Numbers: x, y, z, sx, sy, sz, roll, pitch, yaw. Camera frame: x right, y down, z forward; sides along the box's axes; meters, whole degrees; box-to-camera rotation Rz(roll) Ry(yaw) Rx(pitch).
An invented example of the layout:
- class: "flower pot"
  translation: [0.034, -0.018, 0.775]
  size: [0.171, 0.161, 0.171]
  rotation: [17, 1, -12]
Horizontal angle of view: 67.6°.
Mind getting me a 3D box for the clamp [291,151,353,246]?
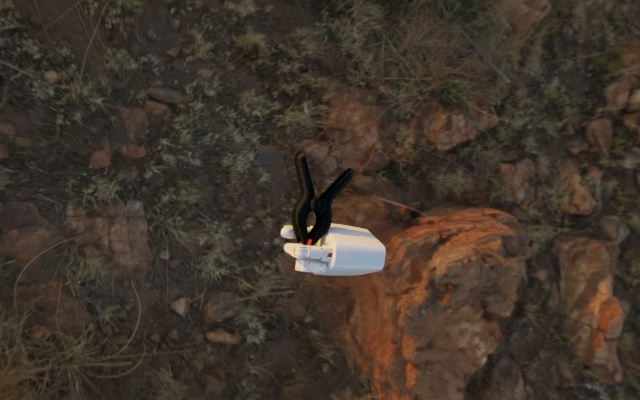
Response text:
- class: "clamp"
  translation: [0.000, 0.003, 0.863]
  size: [0.120, 0.171, 0.039]
  rotation: [7, 1, -22]
